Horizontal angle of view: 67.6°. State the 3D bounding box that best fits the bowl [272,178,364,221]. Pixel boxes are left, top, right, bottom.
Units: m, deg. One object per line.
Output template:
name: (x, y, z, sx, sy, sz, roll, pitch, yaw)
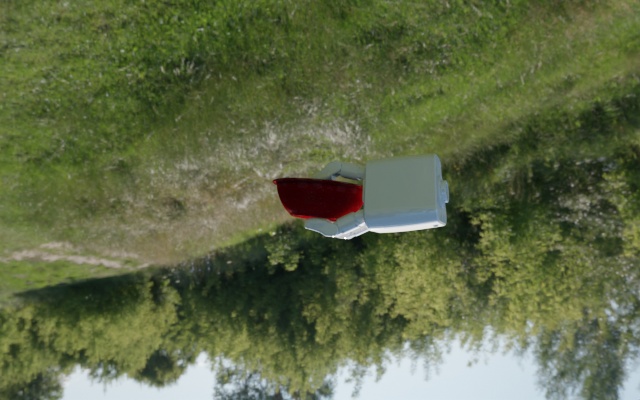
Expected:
bowl: (-0.001, 0.003, 0.772, 0.162, 0.055, 0.162, 6, -5, 1)
